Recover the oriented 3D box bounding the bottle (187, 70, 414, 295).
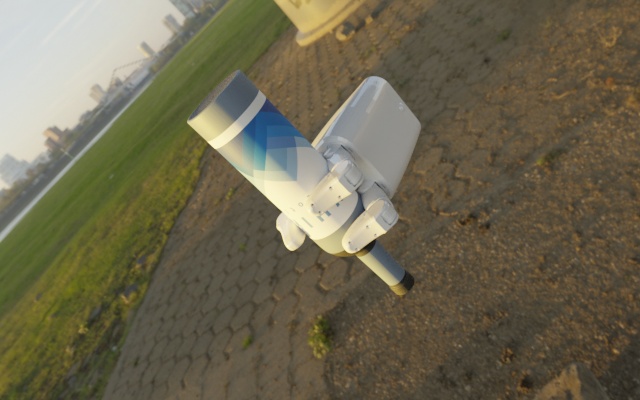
[{"bbox_3d":[0.000,0.001,0.484,0.296,0.069,0.069,45,-22,-24],"label":"bottle"}]
